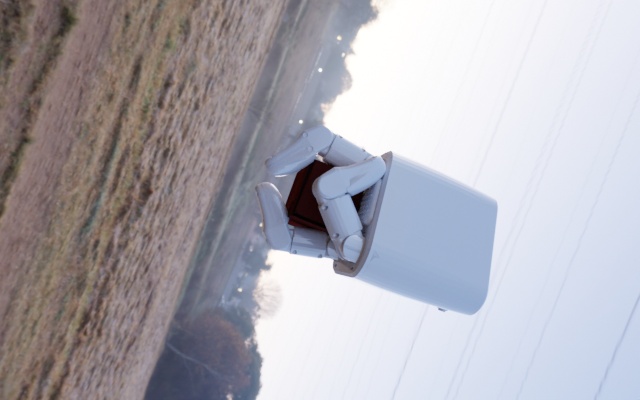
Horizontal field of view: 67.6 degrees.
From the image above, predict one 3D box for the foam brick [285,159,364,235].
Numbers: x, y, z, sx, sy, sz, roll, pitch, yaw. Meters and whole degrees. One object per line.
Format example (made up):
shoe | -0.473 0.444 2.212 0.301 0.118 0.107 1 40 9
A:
foam brick | 0.000 0.001 0.426 0.051 0.053 0.078 21 -9 -9
